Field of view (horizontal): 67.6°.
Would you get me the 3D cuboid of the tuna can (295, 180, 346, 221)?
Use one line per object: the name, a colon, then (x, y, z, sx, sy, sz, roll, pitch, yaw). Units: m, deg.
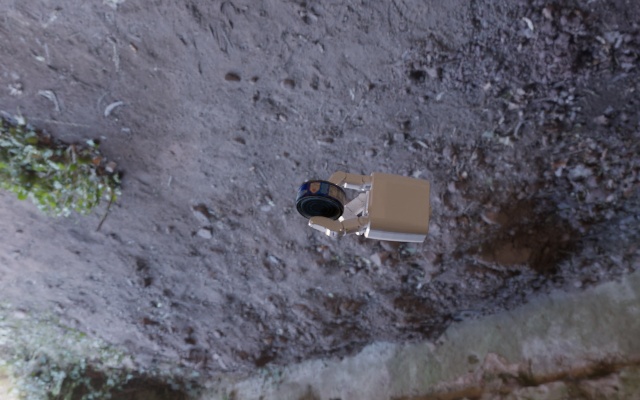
tuna can: (0.000, 0.003, 0.826, 0.086, 0.033, 0.086, 7, -33, 5)
